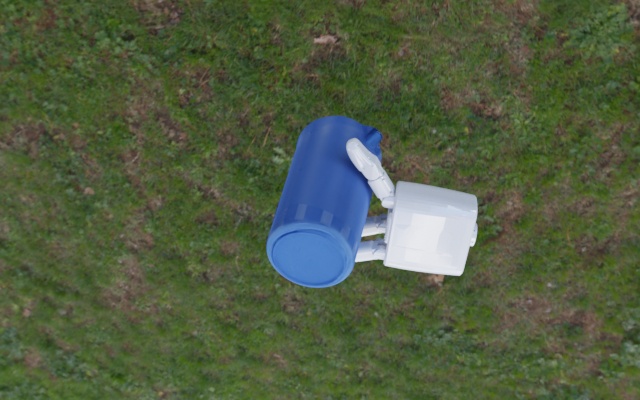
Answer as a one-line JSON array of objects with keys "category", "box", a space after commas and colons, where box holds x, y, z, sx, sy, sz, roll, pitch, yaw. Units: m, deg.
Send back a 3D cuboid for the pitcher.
[{"category": "pitcher", "box": [0.000, 0.002, 0.658, 0.145, 0.149, 0.242, 10, 39, 5]}]
